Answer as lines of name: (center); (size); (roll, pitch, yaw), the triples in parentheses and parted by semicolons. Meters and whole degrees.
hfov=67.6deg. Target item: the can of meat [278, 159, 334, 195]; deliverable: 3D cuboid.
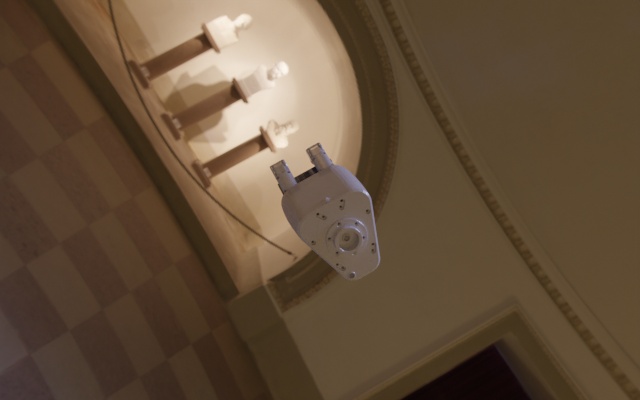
can of meat: (0.000, 0.002, 0.682); (0.084, 0.102, 0.057); (-29, 19, -2)
